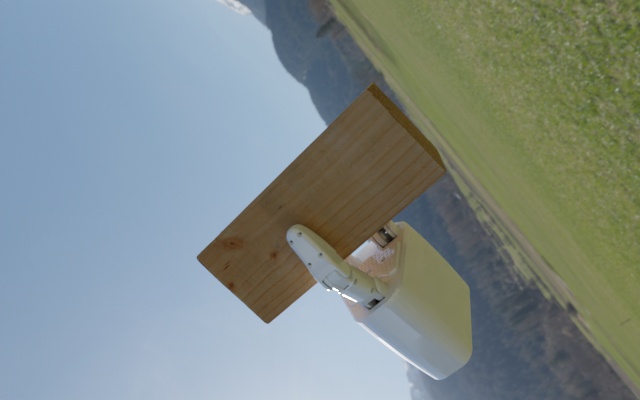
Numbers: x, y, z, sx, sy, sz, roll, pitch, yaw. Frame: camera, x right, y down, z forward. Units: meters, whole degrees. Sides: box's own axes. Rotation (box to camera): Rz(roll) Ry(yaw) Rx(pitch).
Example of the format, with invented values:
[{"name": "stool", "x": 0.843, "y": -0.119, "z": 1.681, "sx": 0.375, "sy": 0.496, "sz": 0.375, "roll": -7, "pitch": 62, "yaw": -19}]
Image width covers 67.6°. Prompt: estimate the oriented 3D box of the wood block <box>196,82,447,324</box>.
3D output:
[{"name": "wood block", "x": 0.000, "y": 0.002, "z": 0.428, "sx": 0.206, "sy": 0.090, "sz": 0.090, "roll": -43, "pitch": 7, "yaw": 18}]
